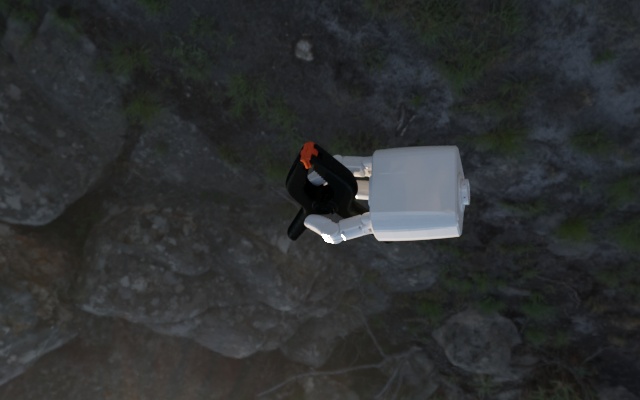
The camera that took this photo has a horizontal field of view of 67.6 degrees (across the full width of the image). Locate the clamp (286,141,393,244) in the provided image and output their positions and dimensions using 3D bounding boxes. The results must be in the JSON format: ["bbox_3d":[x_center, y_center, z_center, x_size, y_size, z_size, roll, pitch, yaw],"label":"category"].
[{"bbox_3d":[0.000,0.002,0.647,0.164,0.036,0.210,-5,-37,22],"label":"clamp"}]
